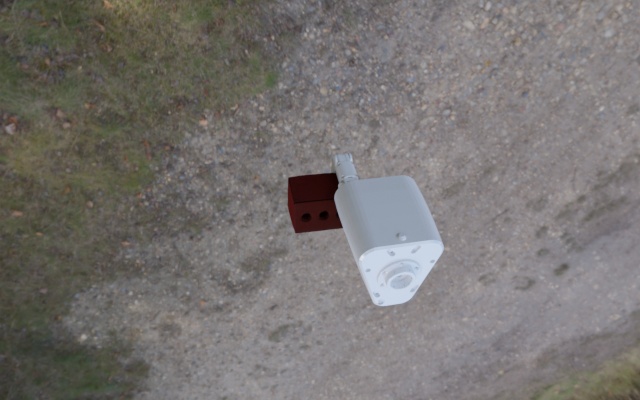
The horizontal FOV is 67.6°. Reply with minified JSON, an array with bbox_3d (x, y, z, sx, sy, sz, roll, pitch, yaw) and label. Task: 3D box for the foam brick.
[{"bbox_3d":[0.000,0.002,0.599,0.078,0.053,0.051,-7,44,-8],"label":"foam brick"}]
